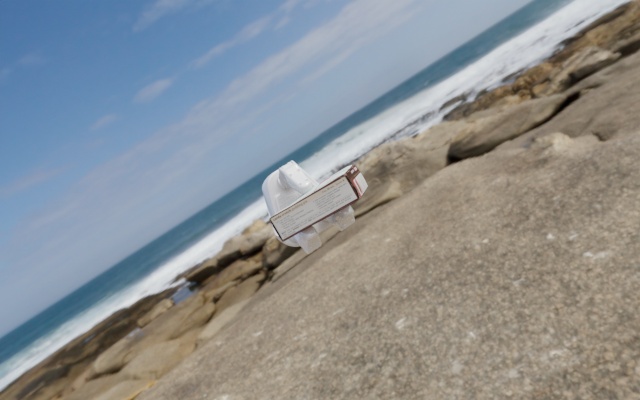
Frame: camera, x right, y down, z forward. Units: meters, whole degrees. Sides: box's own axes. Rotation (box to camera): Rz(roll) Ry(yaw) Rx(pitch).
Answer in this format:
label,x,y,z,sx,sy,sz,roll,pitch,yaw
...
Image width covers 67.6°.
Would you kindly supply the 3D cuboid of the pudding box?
label,x,y,z,sx,sy,sz,roll,pitch,yaw
pudding box,0.000,0.002,0.598,0.113,0.039,0.090,-32,4,16
